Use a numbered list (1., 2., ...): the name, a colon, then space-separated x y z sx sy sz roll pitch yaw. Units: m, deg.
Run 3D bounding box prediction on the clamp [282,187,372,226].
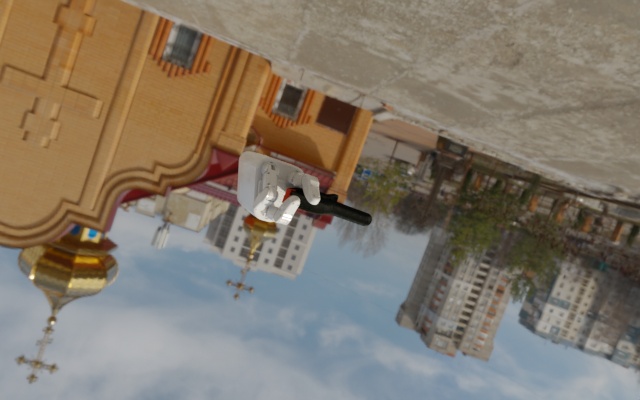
1. clamp: 0.000 0.003 0.871 0.171 0.039 0.120 17 5 -32
